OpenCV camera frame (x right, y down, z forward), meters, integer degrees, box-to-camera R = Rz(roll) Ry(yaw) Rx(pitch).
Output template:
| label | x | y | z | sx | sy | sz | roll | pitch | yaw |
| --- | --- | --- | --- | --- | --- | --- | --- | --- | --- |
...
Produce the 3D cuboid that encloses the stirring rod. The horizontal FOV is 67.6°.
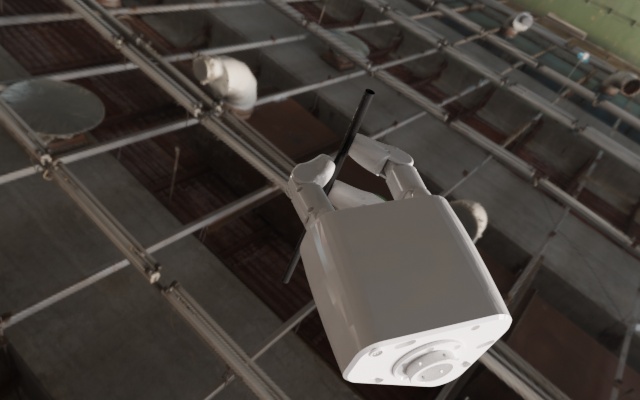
| label | x | y | z | sx | sy | sz | roll | pitch | yaw |
| --- | --- | --- | --- | --- | --- | --- | --- | --- | --- |
| stirring rod | 0.000 | 0.001 | 0.445 | 0.011 | 0.240 | 0.011 | 14 | 40 | -12 |
